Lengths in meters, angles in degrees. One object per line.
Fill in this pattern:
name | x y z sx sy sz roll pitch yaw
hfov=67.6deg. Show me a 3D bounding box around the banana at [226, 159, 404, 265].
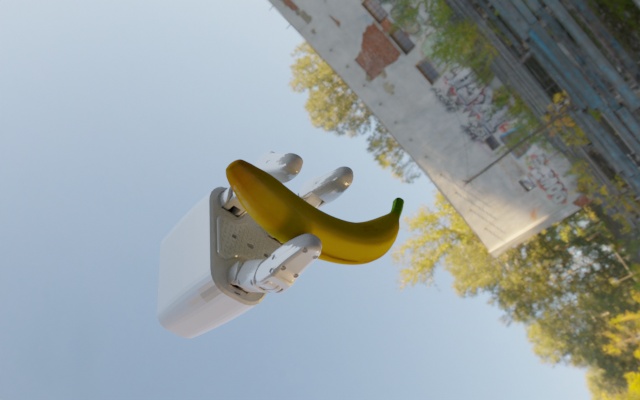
banana | 0.006 0.019 0.400 0.198 0.069 0.037 13 -32 -42
